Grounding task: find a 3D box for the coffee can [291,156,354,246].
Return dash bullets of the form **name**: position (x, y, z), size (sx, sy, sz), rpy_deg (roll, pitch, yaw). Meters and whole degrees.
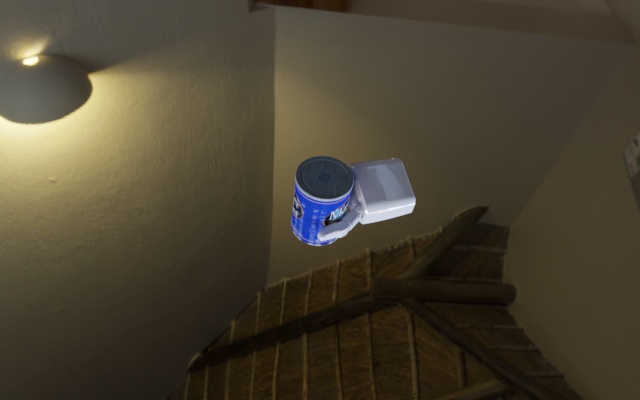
- **coffee can**: position (0.000, 0.003, 0.883), size (0.103, 0.102, 0.140), rpy_deg (0, -39, -8)
